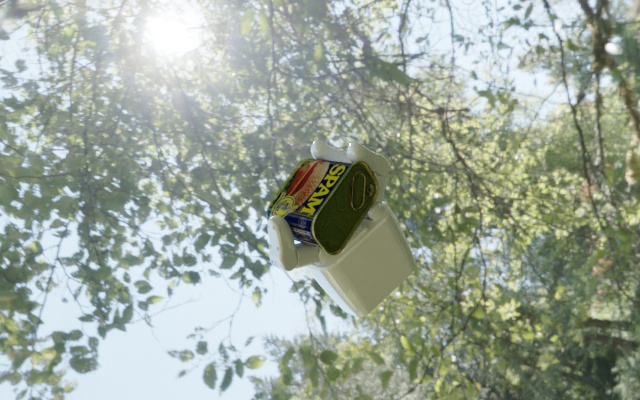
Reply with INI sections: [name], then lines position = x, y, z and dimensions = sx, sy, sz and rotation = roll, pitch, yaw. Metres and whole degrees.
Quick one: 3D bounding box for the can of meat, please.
[can of meat]
position = 0.000, 0.002, 0.522
dimensions = 0.084, 0.102, 0.057
rotation = 12, -32, 45
